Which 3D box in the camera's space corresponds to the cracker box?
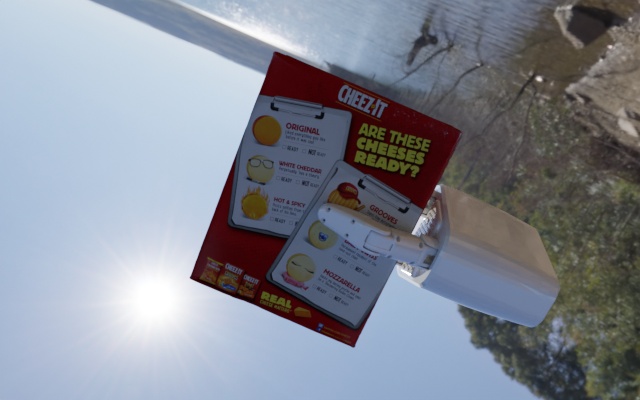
[{"bbox_3d":[0.000,0.002,0.430,0.164,0.214,0.072,23,15,-2],"label":"cracker box"}]
